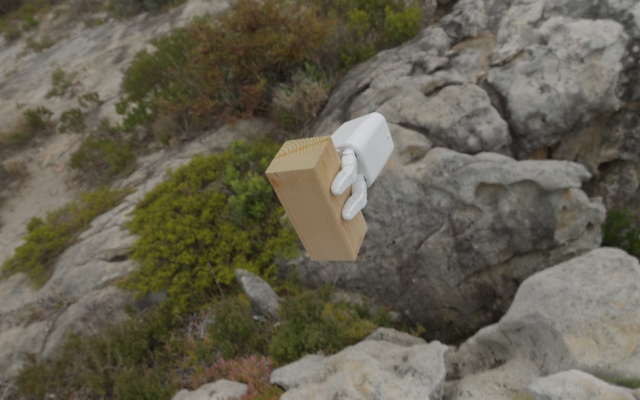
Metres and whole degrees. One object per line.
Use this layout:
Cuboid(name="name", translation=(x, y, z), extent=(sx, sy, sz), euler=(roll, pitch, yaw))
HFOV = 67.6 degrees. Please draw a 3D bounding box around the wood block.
Cuboid(name="wood block", translation=(0.000, 0.002, 0.819), extent=(0.091, 0.206, 0.090), euler=(-3, 40, 28))
